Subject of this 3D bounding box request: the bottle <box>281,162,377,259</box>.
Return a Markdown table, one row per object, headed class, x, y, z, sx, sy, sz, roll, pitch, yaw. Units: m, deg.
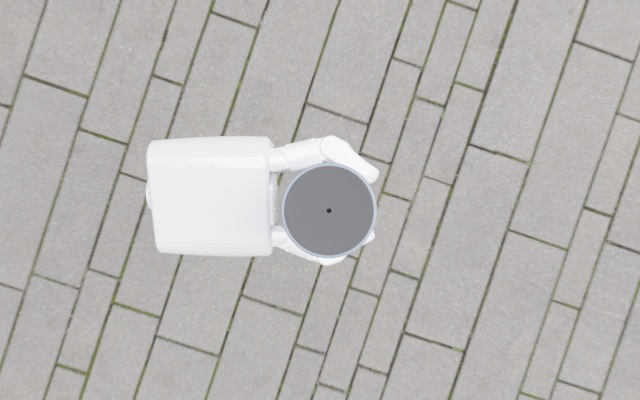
| class | x | y | z | sx | sy | sz | roll | pitch | yaw |
| --- | --- | --- | --- | --- | --- | --- | --- | --- | --- |
| bottle | 0.000 | 0.002 | 0.473 | 0.069 | 0.069 | 0.295 | 0 | 2 | -2 |
